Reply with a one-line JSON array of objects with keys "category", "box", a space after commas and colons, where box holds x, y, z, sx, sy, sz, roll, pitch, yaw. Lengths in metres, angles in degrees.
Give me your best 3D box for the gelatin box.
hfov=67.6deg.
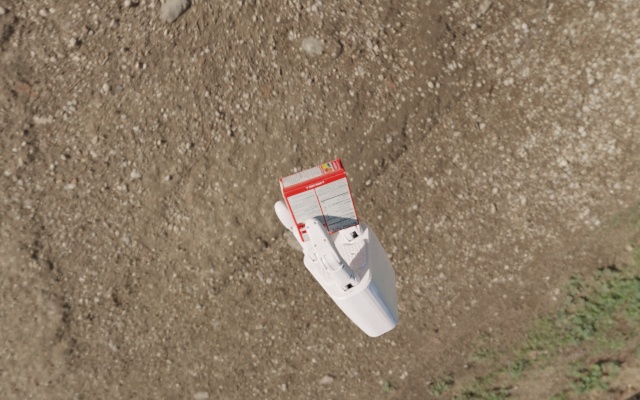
[{"category": "gelatin box", "box": [0.000, 0.002, 0.554, 0.073, 0.089, 0.030, -19, 43, 0]}]
